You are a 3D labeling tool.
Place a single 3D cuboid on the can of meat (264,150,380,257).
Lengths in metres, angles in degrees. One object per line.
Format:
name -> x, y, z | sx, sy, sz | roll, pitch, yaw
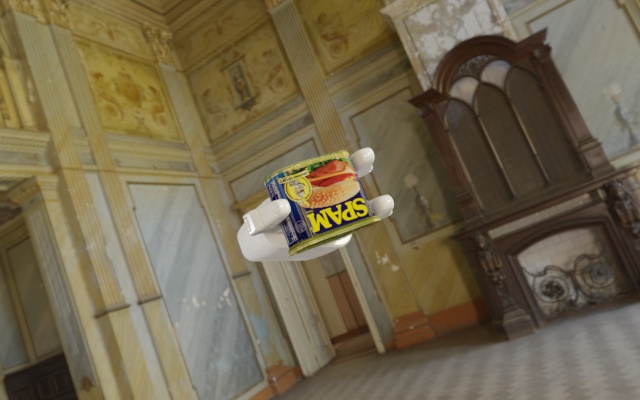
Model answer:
can of meat -> 0.000, 0.001, 0.506 | 0.102, 0.084, 0.057 | -17, -10, -27
